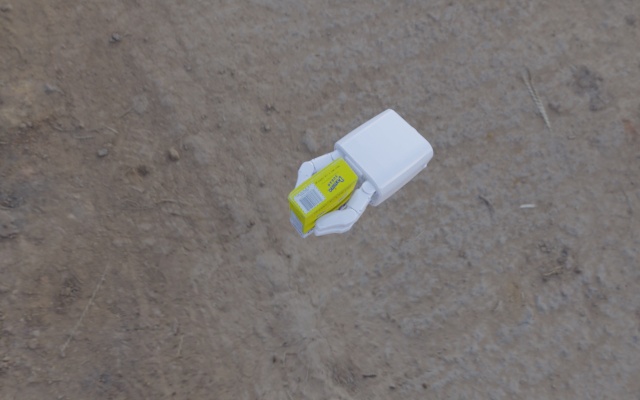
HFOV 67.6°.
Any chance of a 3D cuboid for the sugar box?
[{"bbox_3d":[0.001,0.003,0.712,0.093,0.048,0.176,-36,-12,-9],"label":"sugar box"}]
